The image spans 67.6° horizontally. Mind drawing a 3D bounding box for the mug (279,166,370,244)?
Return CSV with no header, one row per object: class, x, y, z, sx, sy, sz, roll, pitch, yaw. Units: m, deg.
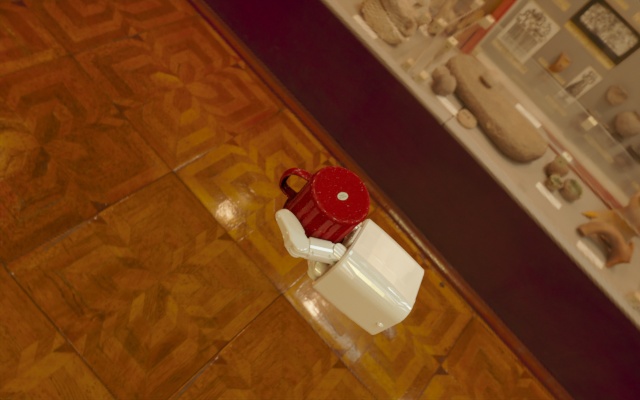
mug,-0.001,0.001,0.597,0.093,0.117,0.081,-51,3,-39
